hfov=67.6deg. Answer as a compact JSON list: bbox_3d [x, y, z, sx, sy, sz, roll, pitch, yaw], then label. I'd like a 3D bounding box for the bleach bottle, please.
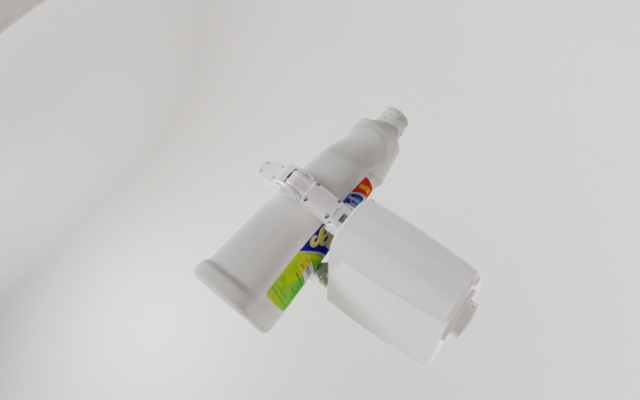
[{"bbox_3d":[0.000,0.002,0.451,0.068,0.250,0.103,33,-18,23],"label":"bleach bottle"}]
